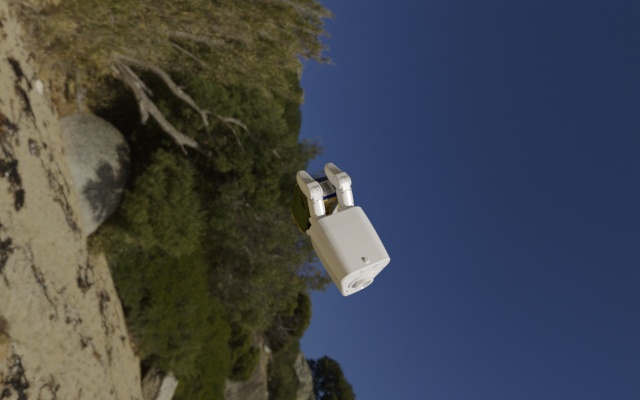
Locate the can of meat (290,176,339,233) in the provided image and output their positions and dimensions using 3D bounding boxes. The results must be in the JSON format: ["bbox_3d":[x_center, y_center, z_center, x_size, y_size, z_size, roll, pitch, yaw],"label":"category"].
[{"bbox_3d":[0.000,0.003,0.841,0.084,0.057,0.102,-19,-30,-23],"label":"can of meat"}]
